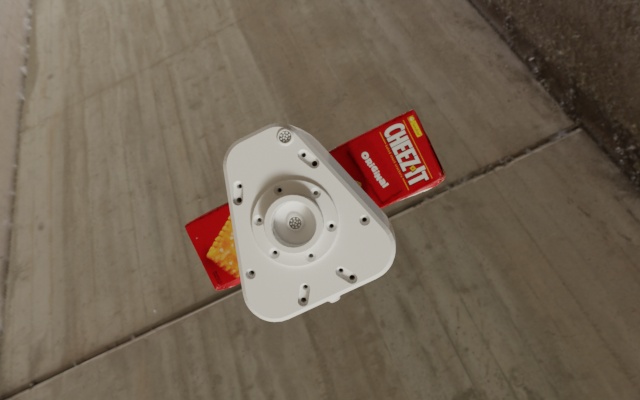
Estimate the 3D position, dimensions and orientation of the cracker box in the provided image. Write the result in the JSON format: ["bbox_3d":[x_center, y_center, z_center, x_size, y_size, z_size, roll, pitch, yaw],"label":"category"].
[{"bbox_3d":[0.000,0.001,0.467,0.214,0.072,0.164,-26,-1,4],"label":"cracker box"}]
